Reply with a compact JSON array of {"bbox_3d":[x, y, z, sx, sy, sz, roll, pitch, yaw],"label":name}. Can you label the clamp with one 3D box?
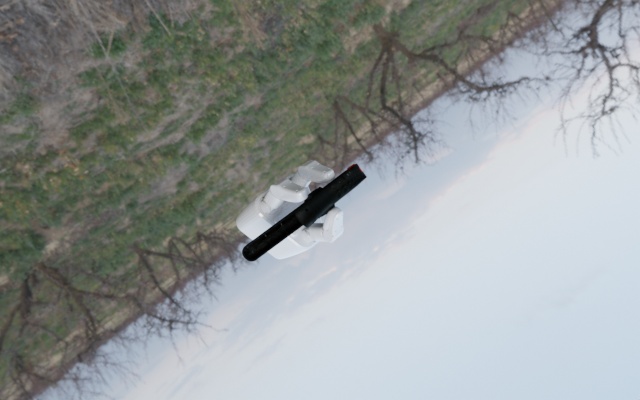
[{"bbox_3d":[0.001,0.003,0.644,0.210,0.036,0.164,-37,3,-33],"label":"clamp"}]
